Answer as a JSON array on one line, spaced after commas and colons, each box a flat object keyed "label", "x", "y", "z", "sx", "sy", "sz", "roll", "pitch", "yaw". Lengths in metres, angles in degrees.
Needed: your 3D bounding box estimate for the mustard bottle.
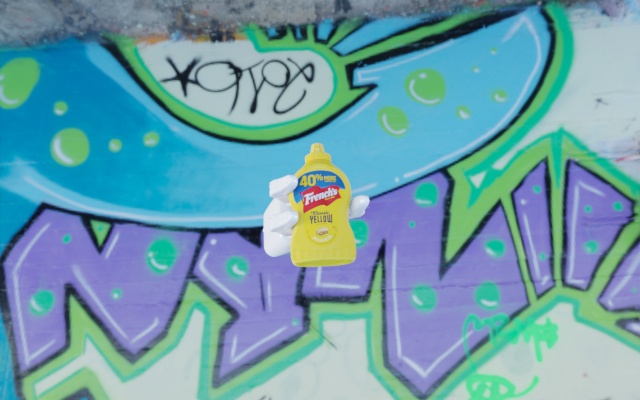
[{"label": "mustard bottle", "x": 0.000, "y": 0.003, "z": 0.731, "sx": 0.096, "sy": 0.191, "sz": 0.058, "roll": -4, "pitch": -19, "yaw": 1}]
